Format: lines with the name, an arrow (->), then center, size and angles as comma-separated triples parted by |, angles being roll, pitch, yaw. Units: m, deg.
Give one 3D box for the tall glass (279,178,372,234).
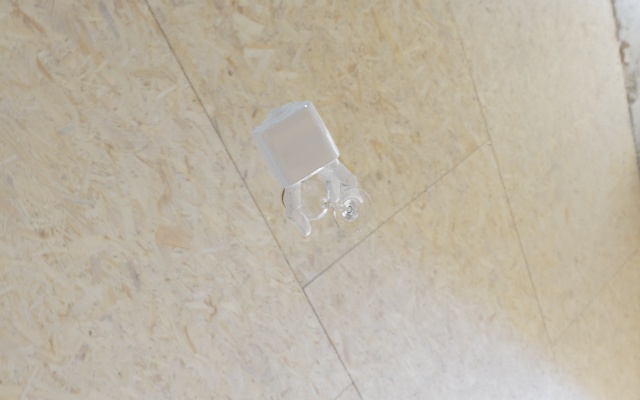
tall glass -> 0.001, 0.003, 0.841 | 0.079, 0.079, 0.201 | 0, 7, -32
